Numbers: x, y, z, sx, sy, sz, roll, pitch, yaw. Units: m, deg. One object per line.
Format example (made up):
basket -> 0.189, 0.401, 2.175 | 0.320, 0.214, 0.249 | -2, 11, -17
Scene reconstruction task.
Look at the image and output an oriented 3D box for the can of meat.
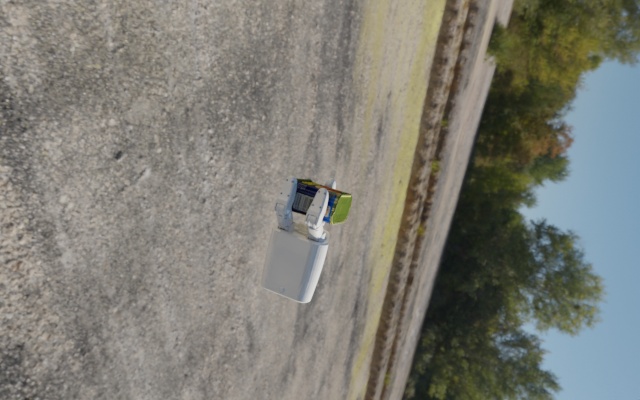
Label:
can of meat -> 0.000, 0.003, 0.797 | 0.084, 0.057, 0.102 | 18, 7, 17
